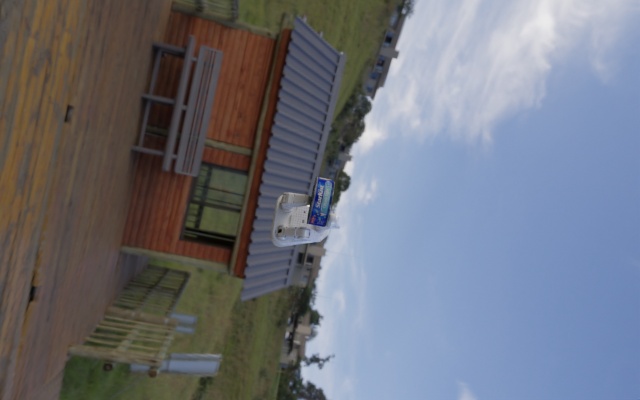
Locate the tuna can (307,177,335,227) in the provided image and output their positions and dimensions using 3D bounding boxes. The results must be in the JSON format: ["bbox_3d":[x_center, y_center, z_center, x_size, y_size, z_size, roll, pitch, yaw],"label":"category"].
[{"bbox_3d":[0.001,0.003,0.841,0.034,0.086,0.086,11,-1,-3],"label":"tuna can"}]
